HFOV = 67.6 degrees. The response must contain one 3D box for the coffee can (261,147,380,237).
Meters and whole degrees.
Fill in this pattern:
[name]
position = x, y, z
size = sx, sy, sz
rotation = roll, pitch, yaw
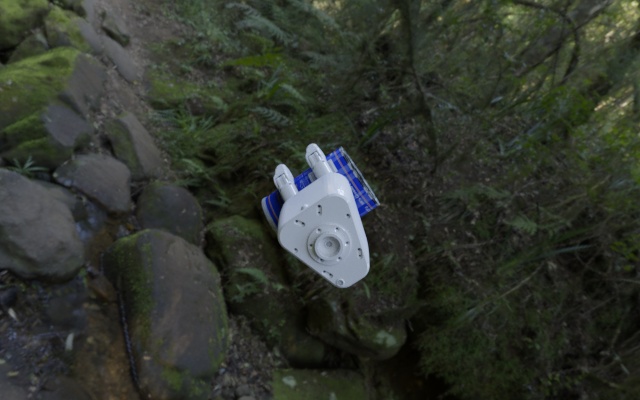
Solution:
[coffee can]
position = 0.000, 0.002, 0.698
size = 0.140, 0.103, 0.103
rotation = -34, -6, 8
